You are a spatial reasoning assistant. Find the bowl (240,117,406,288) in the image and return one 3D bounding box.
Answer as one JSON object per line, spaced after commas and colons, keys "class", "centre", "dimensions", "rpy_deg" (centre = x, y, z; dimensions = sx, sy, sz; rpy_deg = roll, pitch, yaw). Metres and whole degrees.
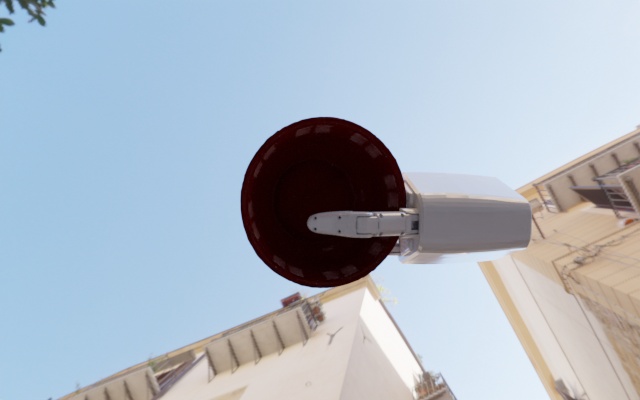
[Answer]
{"class": "bowl", "centre": [-0.001, 0.001, 0.472], "dimensions": [0.162, 0.162, 0.055], "rpy_deg": [0, 2, -14]}
